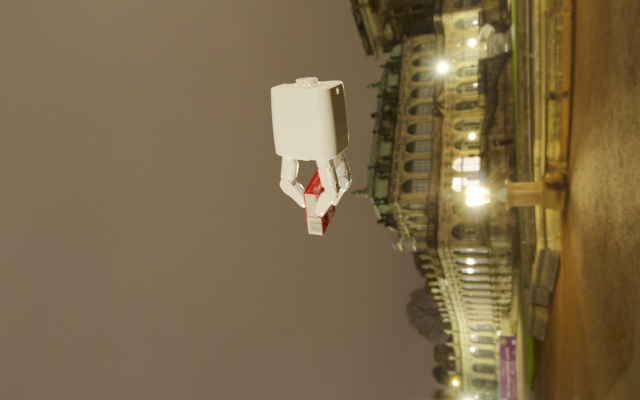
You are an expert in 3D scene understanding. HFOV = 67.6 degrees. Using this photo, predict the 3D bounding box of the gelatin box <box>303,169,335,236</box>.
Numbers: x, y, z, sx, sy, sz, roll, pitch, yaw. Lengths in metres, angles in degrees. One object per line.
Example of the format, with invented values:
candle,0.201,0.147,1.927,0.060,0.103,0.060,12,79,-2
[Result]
gelatin box,0.000,0.003,0.812,0.030,0.089,0.073,7,36,18
